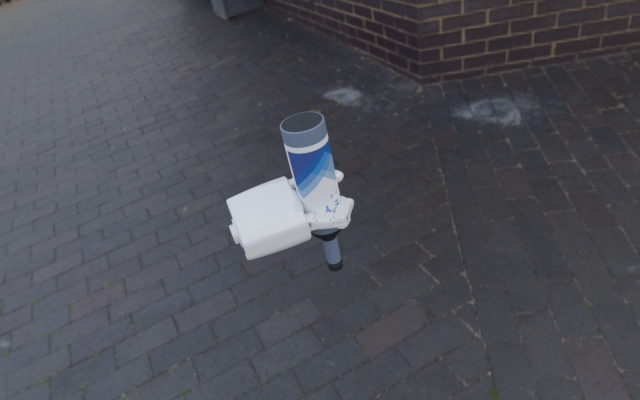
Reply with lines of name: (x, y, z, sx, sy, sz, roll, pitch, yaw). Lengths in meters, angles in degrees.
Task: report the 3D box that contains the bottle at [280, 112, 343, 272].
bottle: (0.000, 0.002, 0.781, 0.069, 0.296, 0.069, -9, 35, 6)
